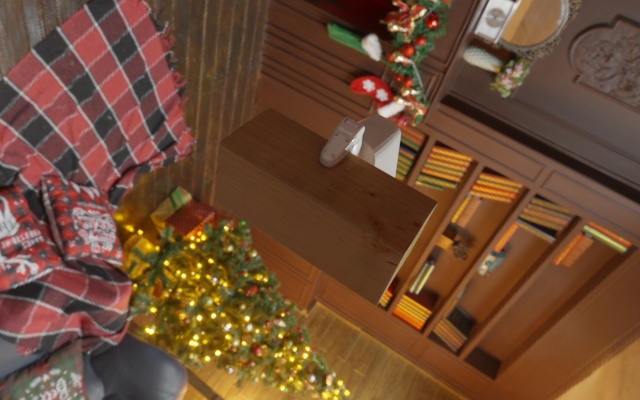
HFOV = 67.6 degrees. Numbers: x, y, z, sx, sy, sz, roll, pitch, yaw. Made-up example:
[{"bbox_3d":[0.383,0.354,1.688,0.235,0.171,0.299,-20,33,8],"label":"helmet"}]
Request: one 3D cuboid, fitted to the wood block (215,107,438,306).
[{"bbox_3d":[0.000,0.001,0.496,0.206,0.091,0.090,31,46,14],"label":"wood block"}]
